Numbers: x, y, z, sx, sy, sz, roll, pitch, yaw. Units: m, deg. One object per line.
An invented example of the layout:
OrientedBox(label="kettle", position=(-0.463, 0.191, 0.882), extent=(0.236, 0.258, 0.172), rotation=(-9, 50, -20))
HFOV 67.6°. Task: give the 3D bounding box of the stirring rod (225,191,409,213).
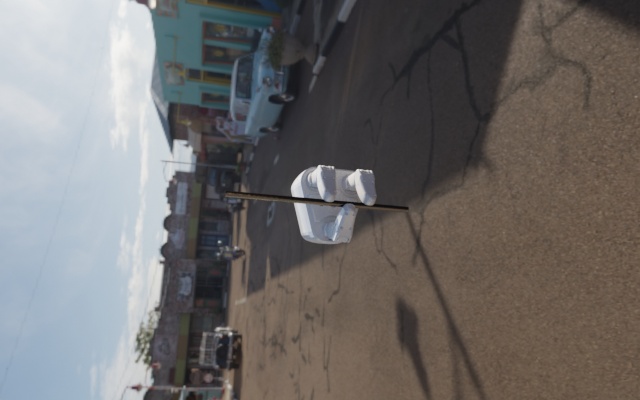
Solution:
OrientedBox(label="stirring rod", position=(0.000, 0.002, 0.612), extent=(0.239, 0.011, 0.011), rotation=(5, -1, -13))
